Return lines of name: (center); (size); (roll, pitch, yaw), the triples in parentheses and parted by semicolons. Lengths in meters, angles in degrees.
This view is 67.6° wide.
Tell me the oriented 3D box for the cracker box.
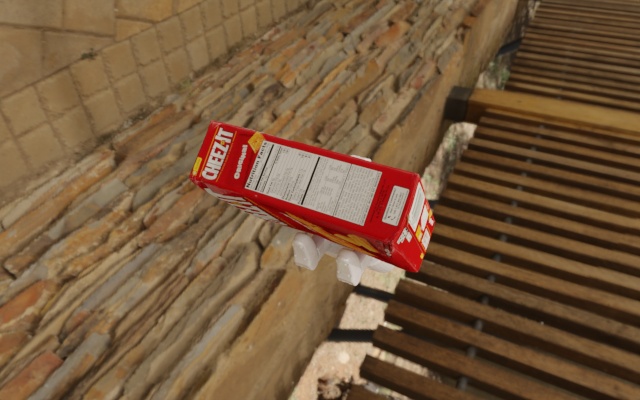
cracker box: (0.000, 0.001, 0.493); (0.213, 0.072, 0.164); (17, -10, 22)
